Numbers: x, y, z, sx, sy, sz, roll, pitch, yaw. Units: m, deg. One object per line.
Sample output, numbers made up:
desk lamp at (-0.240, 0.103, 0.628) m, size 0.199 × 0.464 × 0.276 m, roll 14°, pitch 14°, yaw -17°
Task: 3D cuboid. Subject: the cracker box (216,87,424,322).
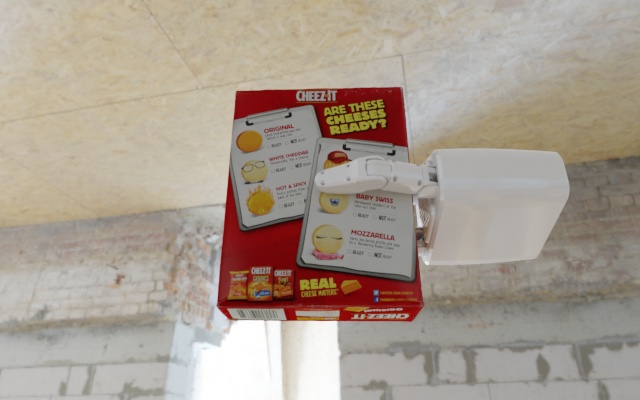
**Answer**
cracker box at (0.000, 0.002, 0.441) m, size 0.164 × 0.213 × 0.072 m, roll -1°, pitch -26°, yaw 1°
